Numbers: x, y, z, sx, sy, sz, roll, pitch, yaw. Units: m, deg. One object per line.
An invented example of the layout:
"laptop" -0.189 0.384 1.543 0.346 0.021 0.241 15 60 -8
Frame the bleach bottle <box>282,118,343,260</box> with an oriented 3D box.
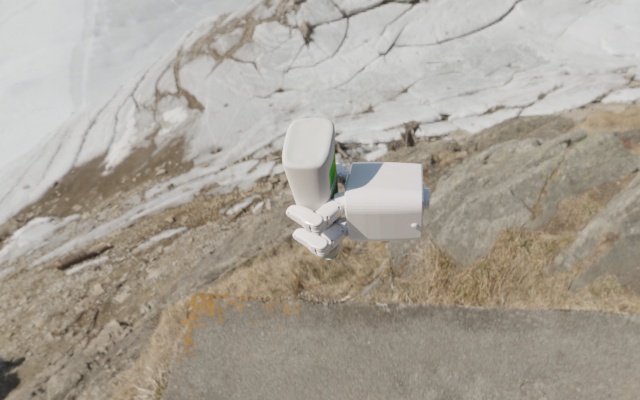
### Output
"bleach bottle" 0.000 0.002 0.728 0.068 0.102 0.251 0 -40 11
